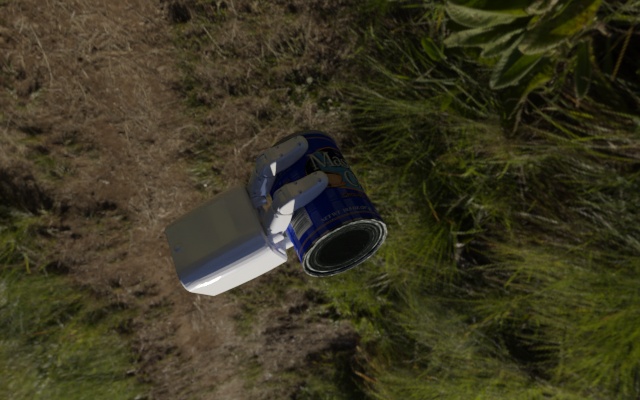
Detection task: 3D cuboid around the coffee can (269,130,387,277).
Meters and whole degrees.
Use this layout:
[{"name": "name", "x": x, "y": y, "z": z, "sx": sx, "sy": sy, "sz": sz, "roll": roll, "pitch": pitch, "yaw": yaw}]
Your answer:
[{"name": "coffee can", "x": 0.000, "y": 0.002, "z": 0.557, "sx": 0.103, "sy": 0.140, "sz": 0.103, "roll": -19, "pitch": -34, "yaw": -14}]
